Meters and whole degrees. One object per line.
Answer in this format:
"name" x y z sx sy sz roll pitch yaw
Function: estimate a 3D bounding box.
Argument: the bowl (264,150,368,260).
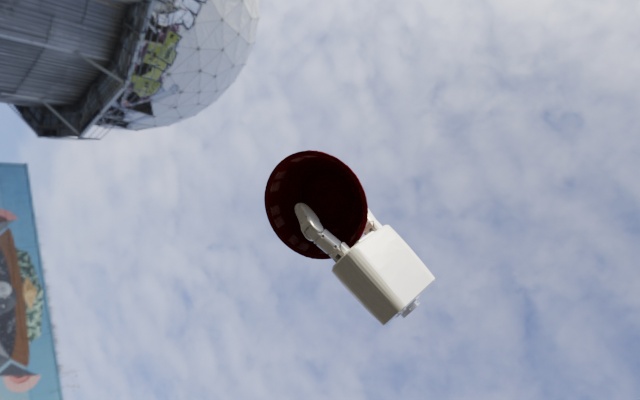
"bowl" 0.000 0.001 0.704 0.162 0.162 0.055 0 15 23
